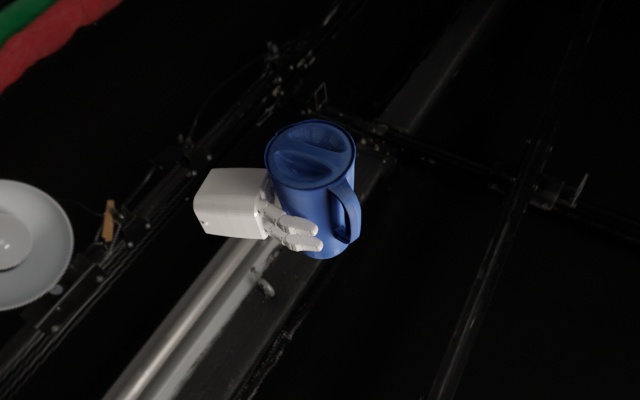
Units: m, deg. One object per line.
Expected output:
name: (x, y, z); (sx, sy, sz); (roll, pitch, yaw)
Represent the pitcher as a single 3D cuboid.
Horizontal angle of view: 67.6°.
pitcher: (0.000, 0.002, 0.777); (0.145, 0.149, 0.243); (3, -34, 9)
